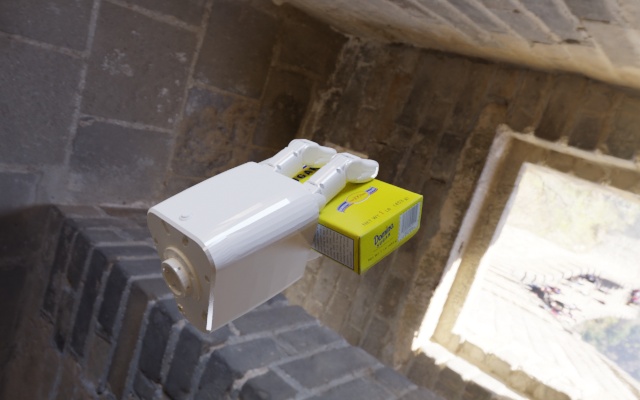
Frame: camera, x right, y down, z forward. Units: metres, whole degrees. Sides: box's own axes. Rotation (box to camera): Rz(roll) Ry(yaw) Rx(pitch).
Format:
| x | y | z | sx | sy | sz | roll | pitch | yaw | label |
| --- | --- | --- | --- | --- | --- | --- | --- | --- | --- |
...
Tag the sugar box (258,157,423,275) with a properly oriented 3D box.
| x | y | z | sx | sy | sz | roll | pitch | yaw | label |
| --- | --- | --- | --- | --- | --- | --- | --- | --- | --- |
| 0.000 | 0.001 | 0.467 | 0.176 | 0.048 | 0.093 | 25 | 38 | 37 | sugar box |
